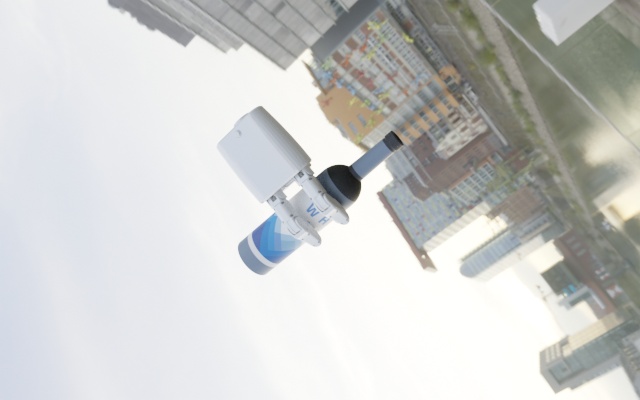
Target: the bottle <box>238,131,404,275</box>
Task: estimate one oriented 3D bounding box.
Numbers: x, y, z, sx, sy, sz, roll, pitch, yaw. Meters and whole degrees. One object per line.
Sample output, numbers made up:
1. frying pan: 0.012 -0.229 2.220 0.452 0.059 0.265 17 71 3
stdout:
1. bottle: 0.000 0.003 0.707 0.296 0.069 0.069 -40 -16 19
